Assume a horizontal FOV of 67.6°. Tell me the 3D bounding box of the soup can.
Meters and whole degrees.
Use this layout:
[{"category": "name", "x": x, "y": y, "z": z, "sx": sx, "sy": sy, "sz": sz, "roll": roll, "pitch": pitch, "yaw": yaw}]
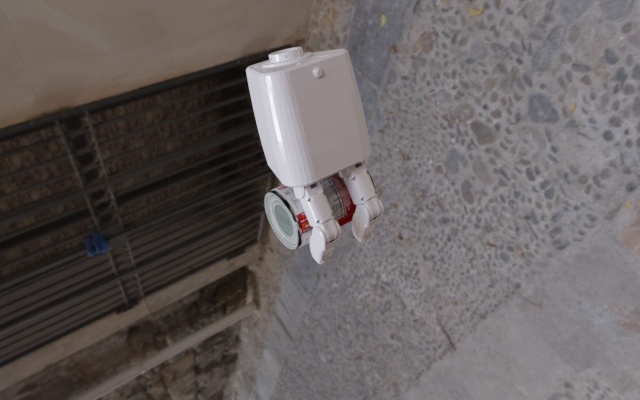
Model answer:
[{"category": "soup can", "x": 0.000, "y": 0.002, "z": 0.512, "sx": 0.102, "sy": 0.068, "sz": 0.068, "roll": -26, "pitch": 12, "yaw": -26}]
